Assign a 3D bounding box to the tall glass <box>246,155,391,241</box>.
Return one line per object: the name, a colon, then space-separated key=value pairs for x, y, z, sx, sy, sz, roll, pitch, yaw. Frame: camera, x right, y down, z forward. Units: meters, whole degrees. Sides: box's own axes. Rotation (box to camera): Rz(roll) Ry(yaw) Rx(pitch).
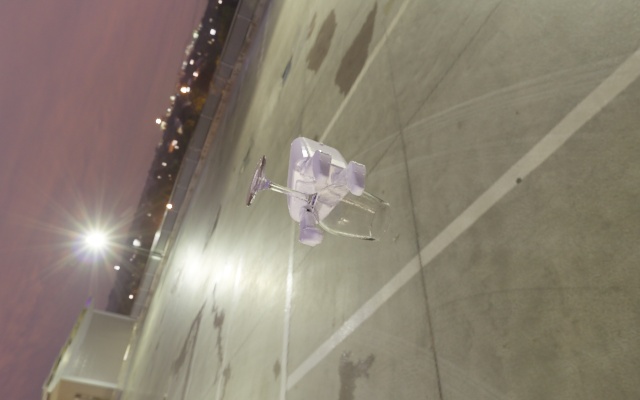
tall glass: x=-0.001 y=0.002 z=0.688 sx=0.201 sy=0.079 sz=0.079 roll=19 pitch=-6 yaw=-17
